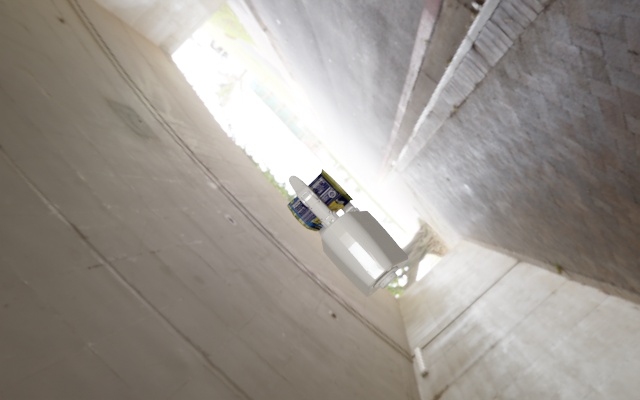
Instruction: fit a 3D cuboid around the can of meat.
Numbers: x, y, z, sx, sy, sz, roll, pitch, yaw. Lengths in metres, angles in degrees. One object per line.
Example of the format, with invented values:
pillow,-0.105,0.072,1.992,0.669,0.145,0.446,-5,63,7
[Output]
can of meat,0.000,0.003,0.775,0.084,0.057,0.102,-44,-15,4
